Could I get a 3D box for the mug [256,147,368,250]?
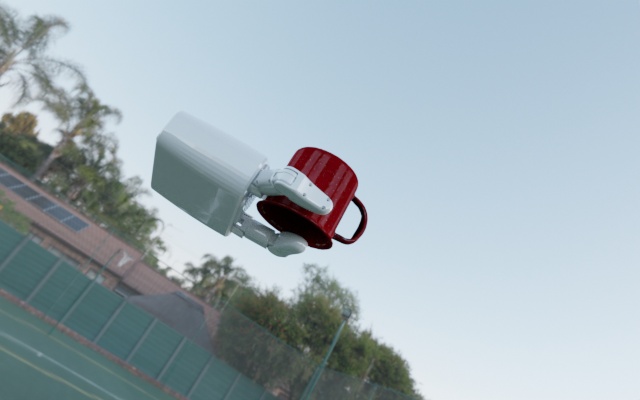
[{"bbox_3d":[0.001,0.002,0.524,0.117,0.081,0.093,31,-22,-3],"label":"mug"}]
